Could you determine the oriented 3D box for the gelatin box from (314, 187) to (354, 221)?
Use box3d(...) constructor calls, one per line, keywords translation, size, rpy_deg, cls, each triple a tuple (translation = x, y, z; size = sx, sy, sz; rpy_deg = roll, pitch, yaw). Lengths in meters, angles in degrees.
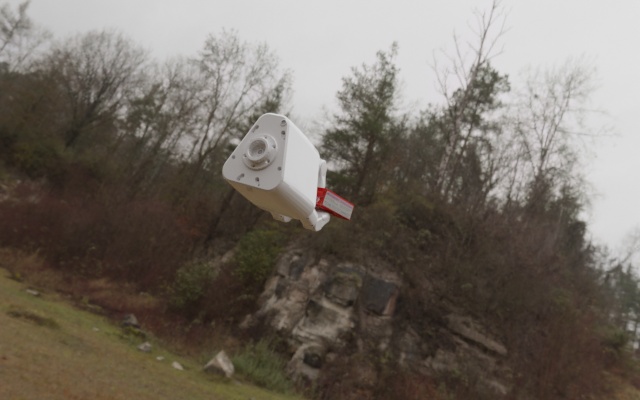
box3d(translation=(0.000, 0.002, 0.771), size=(0.073, 0.030, 0.089), rpy_deg=(11, -10, 37), cls="gelatin box")
